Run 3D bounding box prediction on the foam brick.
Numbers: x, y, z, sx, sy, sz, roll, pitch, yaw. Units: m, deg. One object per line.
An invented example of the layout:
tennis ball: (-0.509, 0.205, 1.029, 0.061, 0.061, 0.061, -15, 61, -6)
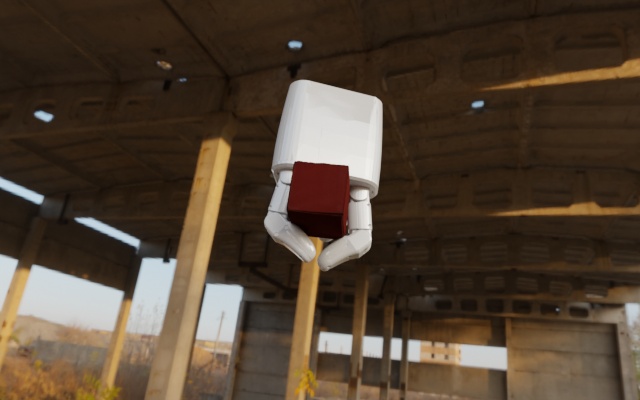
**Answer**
foam brick: (0.000, 0.002, 0.464, 0.053, 0.051, 0.078, 6, -20, 6)
